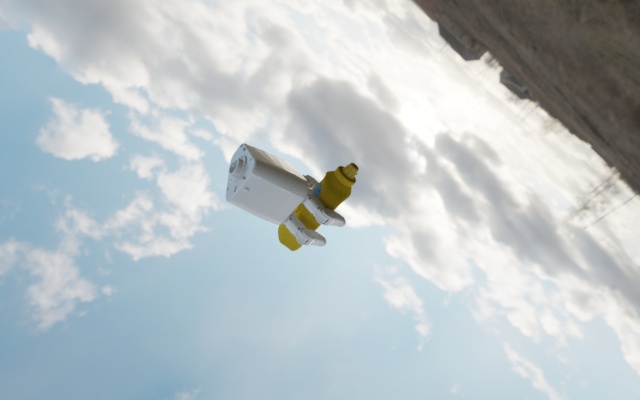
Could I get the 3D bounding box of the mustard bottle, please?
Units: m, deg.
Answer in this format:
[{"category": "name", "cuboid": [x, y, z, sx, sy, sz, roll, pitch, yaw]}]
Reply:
[{"category": "mustard bottle", "cuboid": [0.000, 0.003, 0.861, 0.058, 0.192, 0.096, 38, 27, -10]}]
